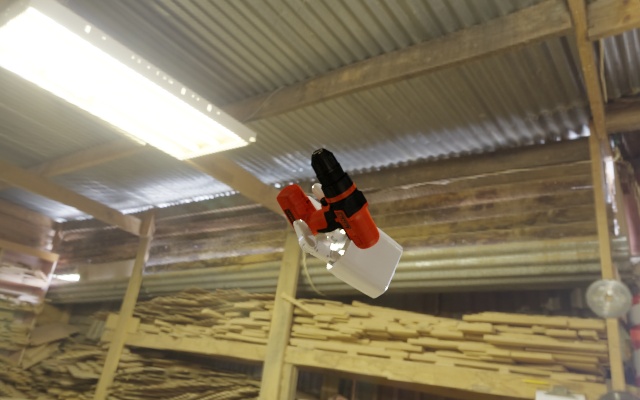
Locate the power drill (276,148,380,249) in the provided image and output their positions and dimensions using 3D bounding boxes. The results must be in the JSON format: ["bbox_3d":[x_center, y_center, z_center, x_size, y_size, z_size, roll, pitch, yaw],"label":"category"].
[{"bbox_3d":[0.000,0.003,0.827,0.057,0.184,0.187,-38,17,-29],"label":"power drill"}]
